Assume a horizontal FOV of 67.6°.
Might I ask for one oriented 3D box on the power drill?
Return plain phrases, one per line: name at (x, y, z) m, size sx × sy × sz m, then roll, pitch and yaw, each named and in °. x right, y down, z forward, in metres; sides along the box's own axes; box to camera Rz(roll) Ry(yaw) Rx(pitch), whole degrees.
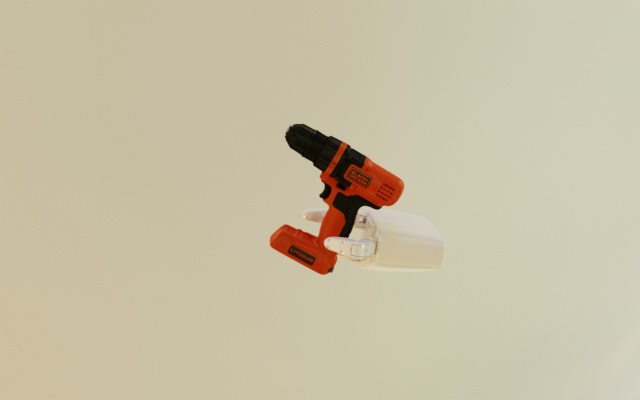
power drill at (0.000, 0.003, 0.692) m, size 0.184 × 0.188 × 0.057 m, roll 30°, pitch 22°, yaw -3°
